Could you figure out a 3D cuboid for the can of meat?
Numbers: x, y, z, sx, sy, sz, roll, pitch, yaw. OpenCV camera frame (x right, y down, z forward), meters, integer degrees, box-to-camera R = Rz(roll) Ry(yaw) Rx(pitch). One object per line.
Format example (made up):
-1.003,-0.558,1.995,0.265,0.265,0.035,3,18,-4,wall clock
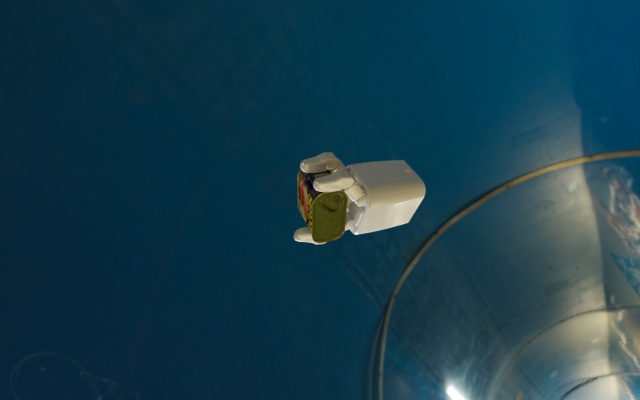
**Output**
0.000,0.002,0.770,0.057,0.102,0.084,-12,41,-17,can of meat
